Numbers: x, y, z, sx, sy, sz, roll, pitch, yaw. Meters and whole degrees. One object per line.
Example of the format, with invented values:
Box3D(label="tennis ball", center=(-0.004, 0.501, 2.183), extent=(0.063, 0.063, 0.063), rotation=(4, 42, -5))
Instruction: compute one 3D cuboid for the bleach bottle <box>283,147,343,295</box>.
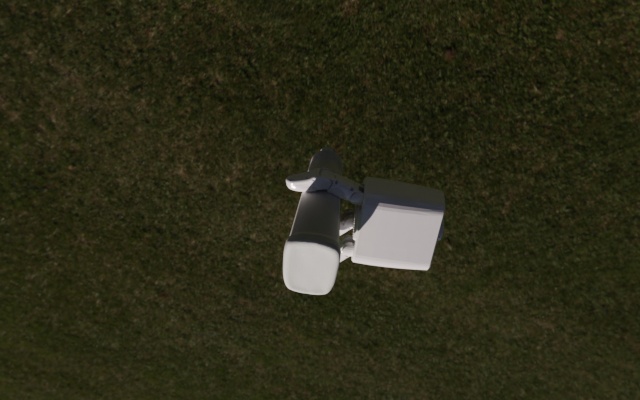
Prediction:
Box3D(label="bleach bottle", center=(0.000, 0.002, 0.663), extent=(0.068, 0.103, 0.250), rotation=(8, 42, 0))
